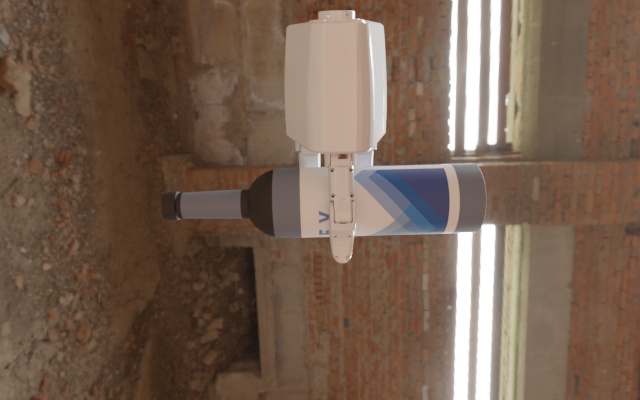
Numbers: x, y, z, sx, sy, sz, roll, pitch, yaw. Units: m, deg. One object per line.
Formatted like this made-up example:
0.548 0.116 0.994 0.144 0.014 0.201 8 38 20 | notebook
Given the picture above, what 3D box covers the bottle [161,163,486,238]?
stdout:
0.000 0.002 0.455 0.296 0.069 0.069 -1 0 -1 | bottle
